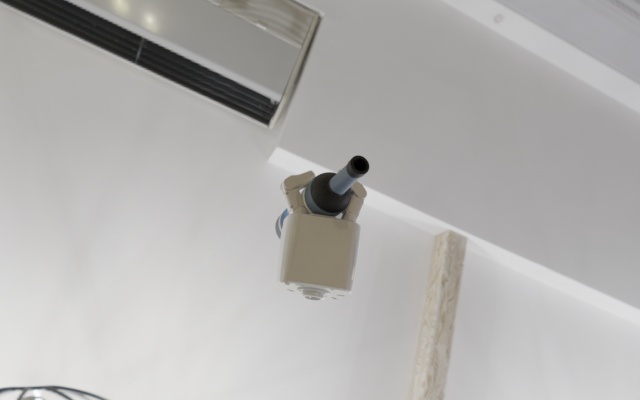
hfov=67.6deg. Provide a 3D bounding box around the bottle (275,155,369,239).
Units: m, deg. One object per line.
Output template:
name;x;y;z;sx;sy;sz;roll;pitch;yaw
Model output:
bottle;0.000;0.002;0.749;0.069;0.069;0.296;0;-19;-22
